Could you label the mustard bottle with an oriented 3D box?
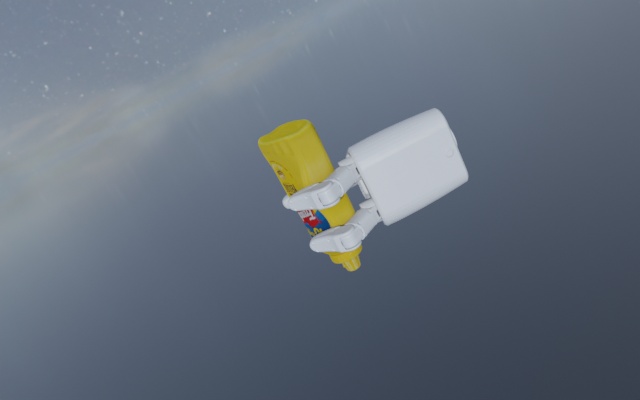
[{"bbox_3d":[0.000,0.002,0.559,0.058,0.192,0.096,-36,20,-21],"label":"mustard bottle"}]
